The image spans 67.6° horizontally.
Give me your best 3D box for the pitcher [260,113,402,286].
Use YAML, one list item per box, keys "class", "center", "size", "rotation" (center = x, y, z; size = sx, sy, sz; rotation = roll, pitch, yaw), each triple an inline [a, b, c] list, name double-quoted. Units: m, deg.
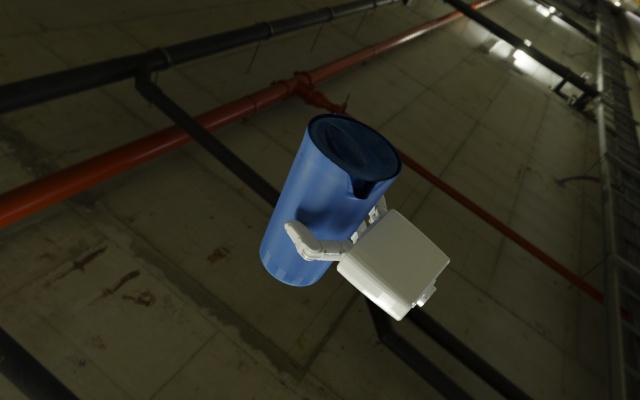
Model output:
- class: "pitcher"
  center: [0.000, 0.002, 0.683]
  size: [0.145, 0.243, 0.149]
  rotation: [41, 38, 15]
